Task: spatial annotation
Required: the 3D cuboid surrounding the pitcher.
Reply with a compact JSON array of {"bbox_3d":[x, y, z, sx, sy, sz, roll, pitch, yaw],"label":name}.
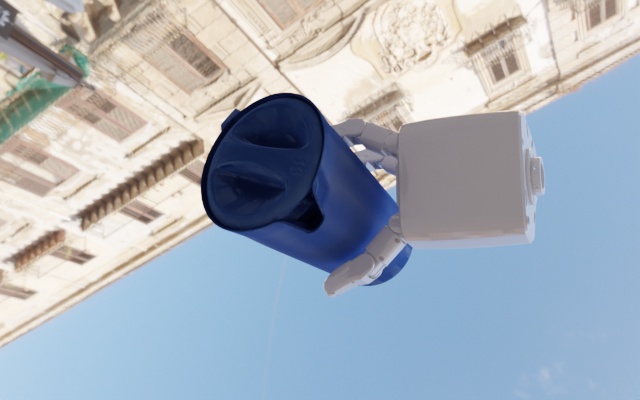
[{"bbox_3d":[0.000,0.002,0.501,0.145,0.149,0.243,-7,-26,30],"label":"pitcher"}]
